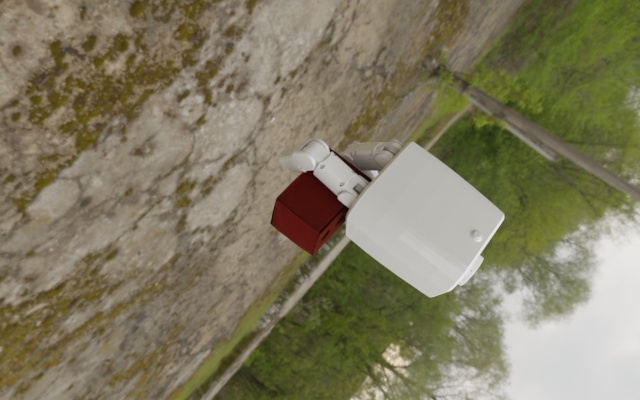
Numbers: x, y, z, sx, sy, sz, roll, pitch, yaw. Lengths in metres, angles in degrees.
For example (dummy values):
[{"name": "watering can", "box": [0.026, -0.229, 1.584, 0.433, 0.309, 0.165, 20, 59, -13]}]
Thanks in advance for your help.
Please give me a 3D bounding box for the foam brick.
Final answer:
[{"name": "foam brick", "box": [0.000, 0.002, 0.439, 0.051, 0.078, 0.053, 39, -27, 10]}]
